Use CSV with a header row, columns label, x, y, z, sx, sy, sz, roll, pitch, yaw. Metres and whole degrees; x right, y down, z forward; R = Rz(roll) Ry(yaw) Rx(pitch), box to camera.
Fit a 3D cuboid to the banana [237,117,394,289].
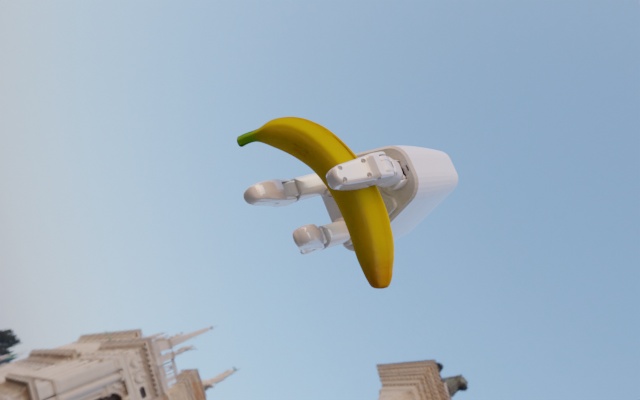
label,x,y,z,sx,sy,sz,roll,pitch,yaw
banana,0.009,-0.015,0.420,0.197,0.070,0.037,46,20,21
